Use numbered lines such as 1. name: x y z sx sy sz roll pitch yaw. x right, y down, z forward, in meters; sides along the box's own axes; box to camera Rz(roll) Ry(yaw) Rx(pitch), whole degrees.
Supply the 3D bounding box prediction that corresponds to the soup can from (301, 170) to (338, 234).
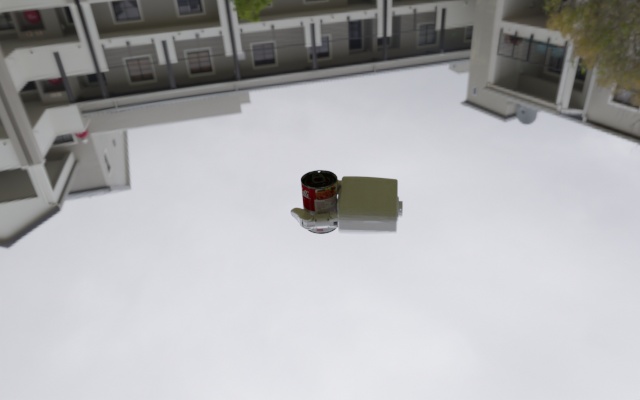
1. soup can: 0.000 0.003 0.893 0.068 0.102 0.068 -3 32 2
